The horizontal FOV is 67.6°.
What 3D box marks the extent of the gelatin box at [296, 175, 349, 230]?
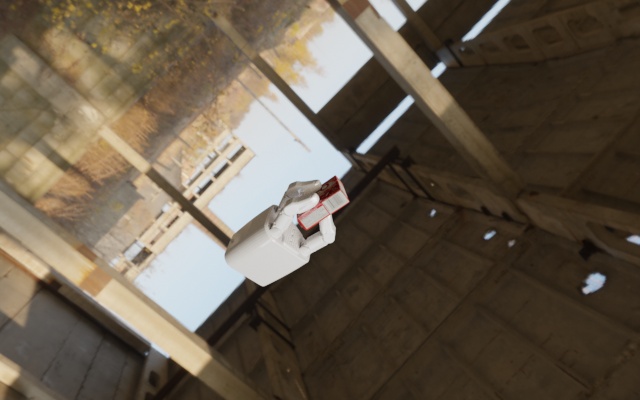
[{"bbox_3d":[0.001,0.003,0.798,0.089,0.030,0.073,-34,21,9],"label":"gelatin box"}]
